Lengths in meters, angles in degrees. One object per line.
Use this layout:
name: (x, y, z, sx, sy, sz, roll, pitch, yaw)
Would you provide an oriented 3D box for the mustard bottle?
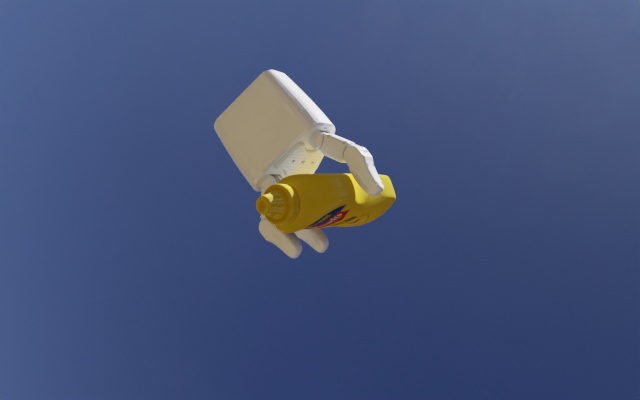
mustard bottle: (0.000, 0.002, 0.532, 0.096, 0.058, 0.191, -23, -13, 34)
